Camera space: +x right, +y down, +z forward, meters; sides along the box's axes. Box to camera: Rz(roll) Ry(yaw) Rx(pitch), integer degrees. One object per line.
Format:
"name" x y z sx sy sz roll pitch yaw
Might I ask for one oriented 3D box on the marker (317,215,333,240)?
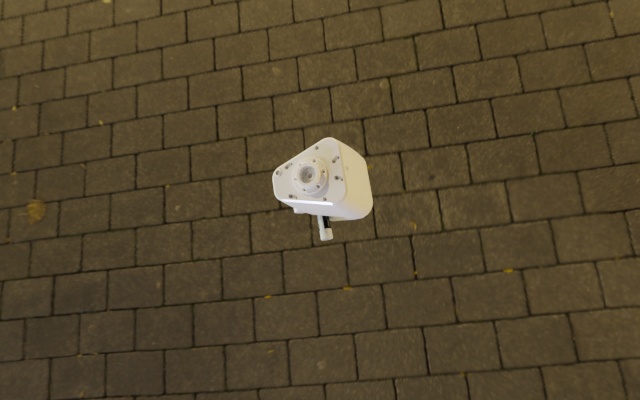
"marker" 0.000 0.002 0.757 0.020 0.121 0.020 -9 -13 -2
